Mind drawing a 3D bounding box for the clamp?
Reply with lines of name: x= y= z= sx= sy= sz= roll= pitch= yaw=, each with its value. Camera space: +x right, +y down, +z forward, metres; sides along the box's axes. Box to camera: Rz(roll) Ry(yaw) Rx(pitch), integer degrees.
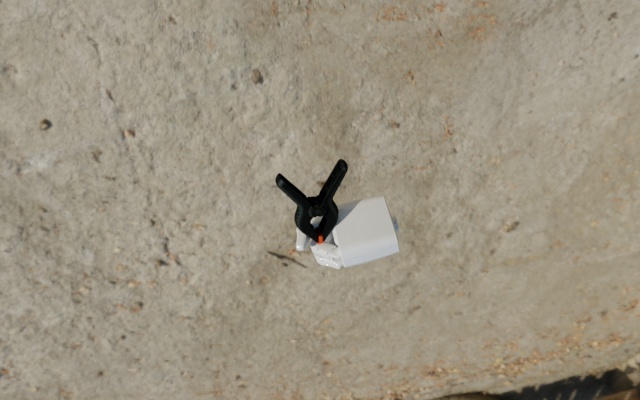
clamp: x=0.000 y=0.003 z=0.820 sx=0.120 sy=0.172 sz=0.039 roll=-16 pitch=45 yaw=1
